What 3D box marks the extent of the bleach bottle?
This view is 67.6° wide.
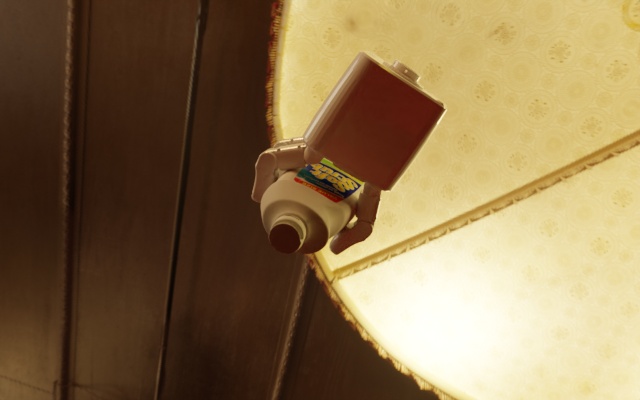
[{"bbox_3d":[0.000,0.002,0.526,0.102,0.068,0.250,35,20,-1],"label":"bleach bottle"}]
